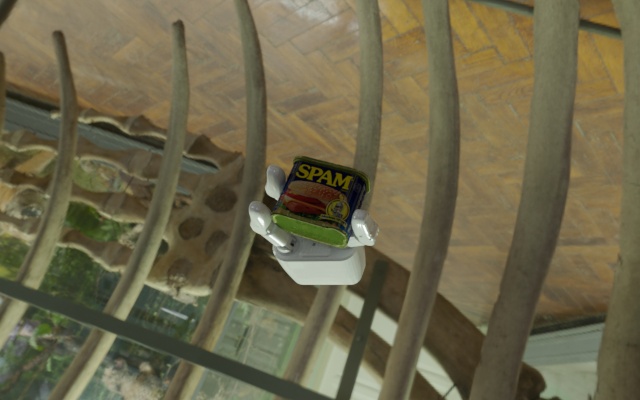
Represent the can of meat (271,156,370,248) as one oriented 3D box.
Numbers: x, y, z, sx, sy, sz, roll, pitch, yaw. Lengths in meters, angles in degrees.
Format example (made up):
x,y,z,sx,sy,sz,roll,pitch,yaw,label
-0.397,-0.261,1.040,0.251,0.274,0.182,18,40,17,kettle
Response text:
x,y,z,sx,sy,sz,roll,pitch,yaw,label
0.000,0.002,0.584,0.102,0.084,0.057,15,-25,15,can of meat
